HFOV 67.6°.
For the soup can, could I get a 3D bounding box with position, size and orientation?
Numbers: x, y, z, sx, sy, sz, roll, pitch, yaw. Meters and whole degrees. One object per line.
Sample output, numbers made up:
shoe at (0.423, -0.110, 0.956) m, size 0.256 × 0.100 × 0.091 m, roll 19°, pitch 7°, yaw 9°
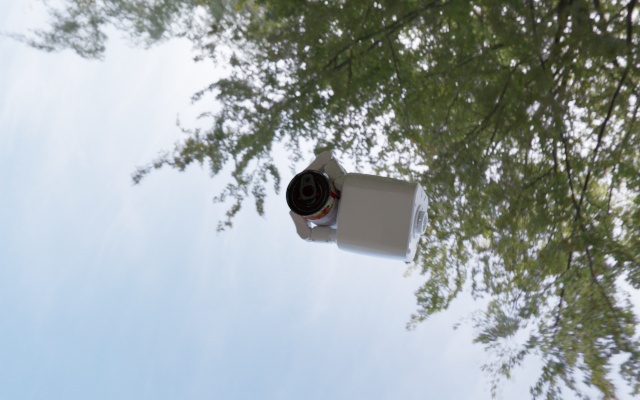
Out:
soup can at (0.000, 0.002, 0.707) m, size 0.068 × 0.068 × 0.102 m, roll 0°, pitch -16°, yaw 22°
